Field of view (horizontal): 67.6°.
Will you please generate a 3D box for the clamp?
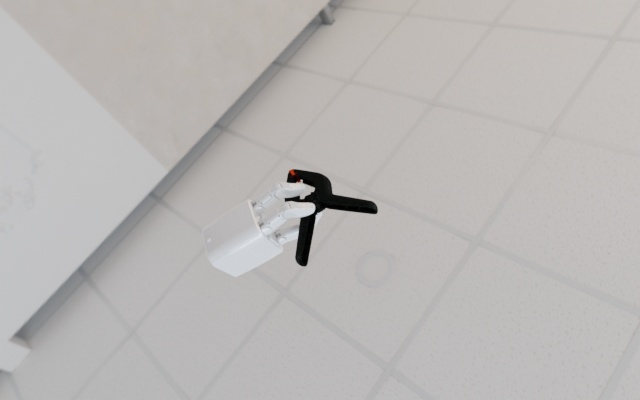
[{"bbox_3d":[0.000,0.003,0.863,0.164,0.209,0.036,-31,-44,4],"label":"clamp"}]
